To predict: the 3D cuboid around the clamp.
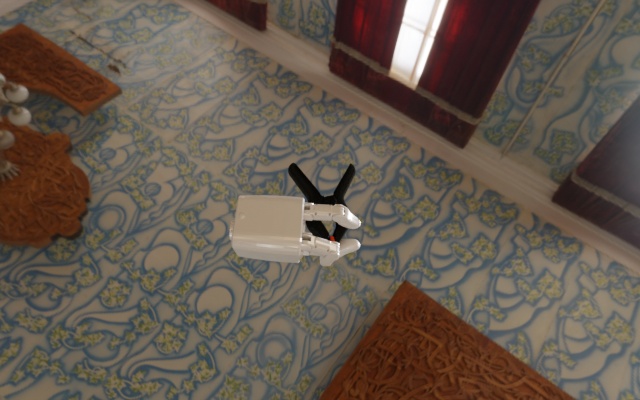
[{"bbox_3d":[0.000,0.003,0.816,0.120,0.171,0.039,4,-32,-2],"label":"clamp"}]
